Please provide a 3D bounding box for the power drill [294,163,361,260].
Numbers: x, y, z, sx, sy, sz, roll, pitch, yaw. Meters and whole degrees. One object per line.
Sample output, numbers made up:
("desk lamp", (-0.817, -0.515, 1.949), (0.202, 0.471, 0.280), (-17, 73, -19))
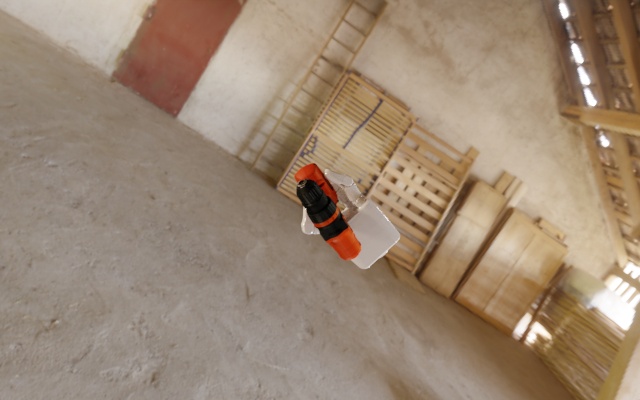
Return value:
("power drill", (0.000, 0.003, 0.890), (0.057, 0.184, 0.187), (-30, 31, 6))
